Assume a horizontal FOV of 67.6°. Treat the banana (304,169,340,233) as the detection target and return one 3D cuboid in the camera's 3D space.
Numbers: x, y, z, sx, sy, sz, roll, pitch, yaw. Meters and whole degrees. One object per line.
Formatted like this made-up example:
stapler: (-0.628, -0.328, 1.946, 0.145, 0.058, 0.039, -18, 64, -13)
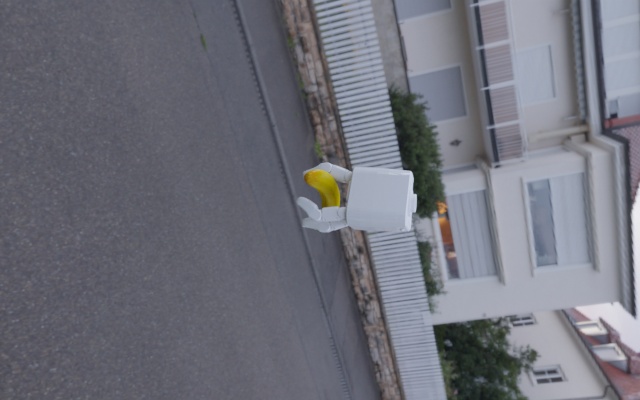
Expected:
banana: (0.008, -0.010, 0.902, 0.037, 0.069, 0.198, 17, -28, 20)
